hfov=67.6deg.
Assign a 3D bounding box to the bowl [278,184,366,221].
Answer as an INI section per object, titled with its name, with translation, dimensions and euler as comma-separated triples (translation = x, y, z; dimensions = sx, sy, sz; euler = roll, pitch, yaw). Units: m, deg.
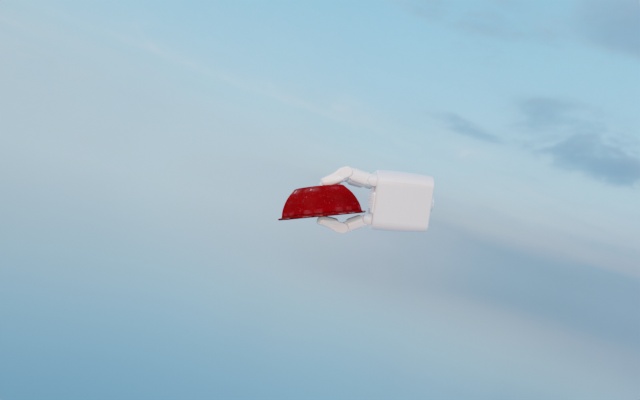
[bowl]
translation = -0.001, 0.003, 0.872
dimensions = 0.162, 0.055, 0.162
euler = -6, -2, 0
